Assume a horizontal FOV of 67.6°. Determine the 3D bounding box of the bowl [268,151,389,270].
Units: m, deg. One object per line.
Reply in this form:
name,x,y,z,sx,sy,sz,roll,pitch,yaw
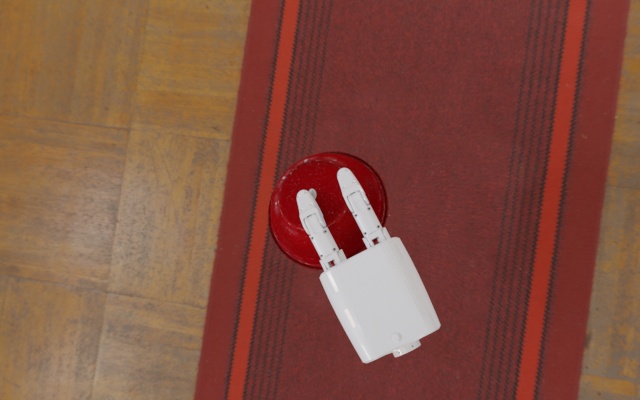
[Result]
bowl,-0.001,0.001,0.595,0.162,0.162,0.055,0,-20,18
